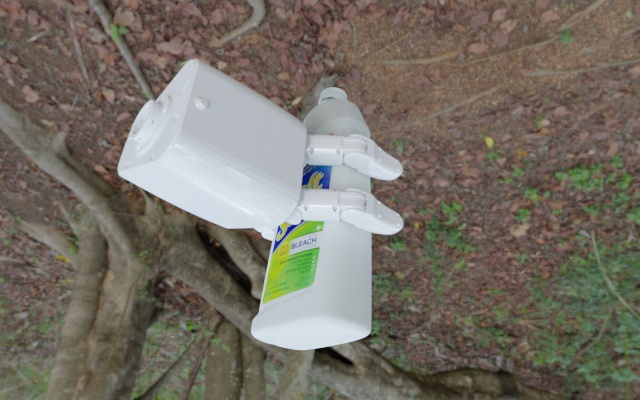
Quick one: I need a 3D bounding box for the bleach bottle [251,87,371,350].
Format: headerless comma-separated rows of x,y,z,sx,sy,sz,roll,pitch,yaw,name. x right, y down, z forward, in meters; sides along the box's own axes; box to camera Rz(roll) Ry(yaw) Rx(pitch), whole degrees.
0.000,0.001,0.444,0.068,0.250,0.102,28,-38,-35,bleach bottle
